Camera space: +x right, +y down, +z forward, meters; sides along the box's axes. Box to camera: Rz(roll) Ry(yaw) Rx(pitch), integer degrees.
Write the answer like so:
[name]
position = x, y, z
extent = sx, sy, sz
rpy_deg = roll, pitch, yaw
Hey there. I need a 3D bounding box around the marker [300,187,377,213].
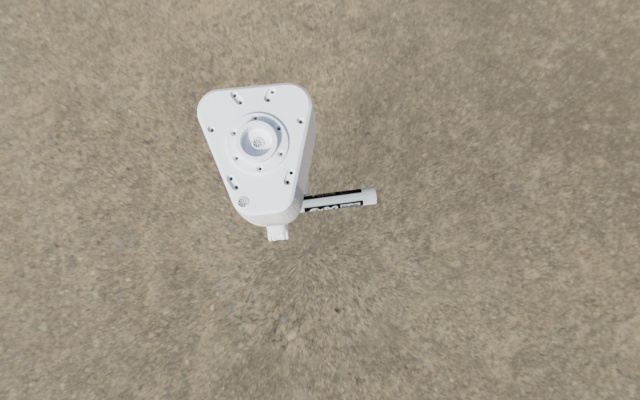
[marker]
position = 0.000, 0.002, 0.518
extent = 0.121, 0.020, 0.020
rpy_deg = -7, 0, -2
